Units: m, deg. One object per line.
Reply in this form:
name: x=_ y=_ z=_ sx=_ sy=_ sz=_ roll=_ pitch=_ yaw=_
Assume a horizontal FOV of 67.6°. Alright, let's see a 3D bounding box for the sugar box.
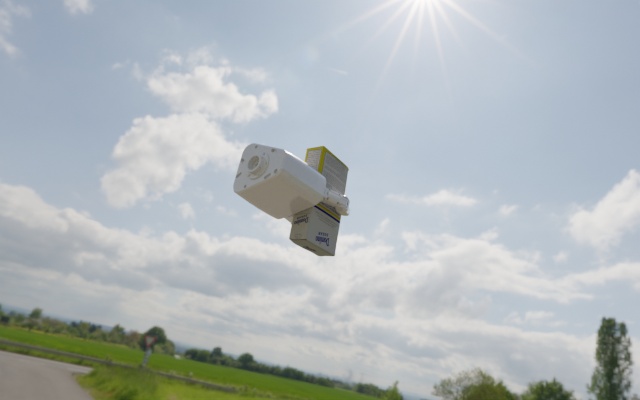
sugar box: x=0.000 y=0.003 z=0.852 sx=0.048 sy=0.176 sz=0.093 roll=-2 pitch=-25 yaw=36
